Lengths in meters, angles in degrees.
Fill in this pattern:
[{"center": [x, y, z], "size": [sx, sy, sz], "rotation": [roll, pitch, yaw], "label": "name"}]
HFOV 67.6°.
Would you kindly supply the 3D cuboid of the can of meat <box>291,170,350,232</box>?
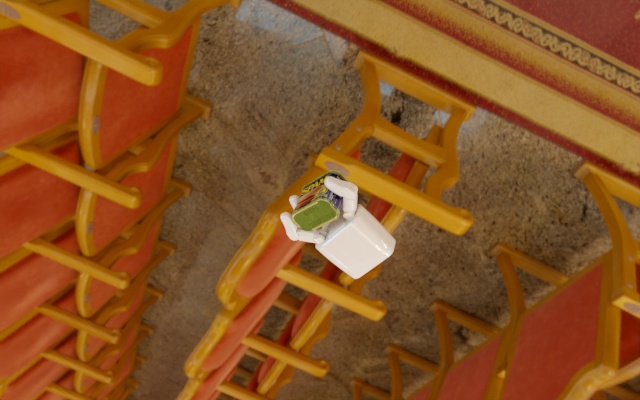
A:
[{"center": [0.000, 0.003, 0.885], "size": [0.102, 0.057, 0.084], "rotation": [-29, 26, 37], "label": "can of meat"}]
